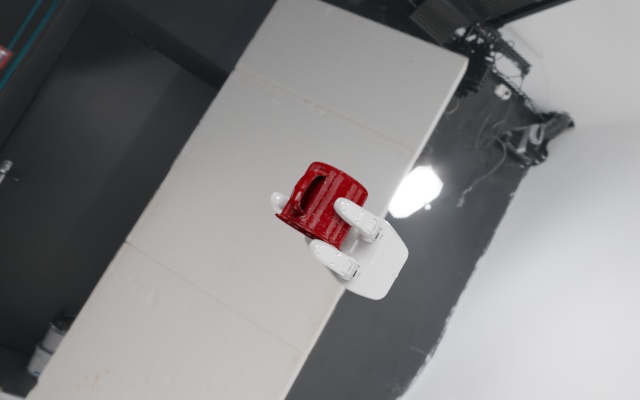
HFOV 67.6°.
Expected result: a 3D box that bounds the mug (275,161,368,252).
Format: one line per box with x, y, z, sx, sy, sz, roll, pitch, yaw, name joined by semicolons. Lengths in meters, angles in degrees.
0.000;0.001;0.568;0.093;0.081;0.117;25;-9;32;mug
